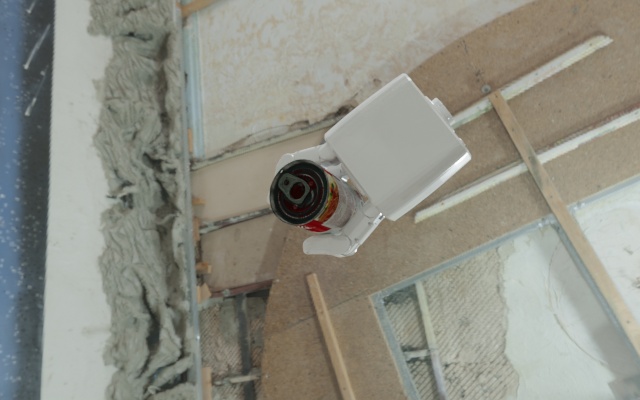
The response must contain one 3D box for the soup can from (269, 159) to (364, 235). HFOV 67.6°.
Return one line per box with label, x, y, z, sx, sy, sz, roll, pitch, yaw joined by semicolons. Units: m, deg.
soup can;0.000;0.002;0.517;0.068;0.068;0.102;0;-12;27
